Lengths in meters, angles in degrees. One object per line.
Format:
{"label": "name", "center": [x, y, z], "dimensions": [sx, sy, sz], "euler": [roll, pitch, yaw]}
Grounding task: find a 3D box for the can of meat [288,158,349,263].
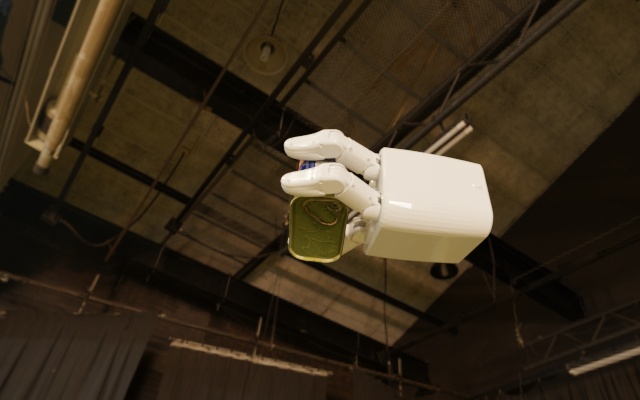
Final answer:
{"label": "can of meat", "center": [0.000, 0.001, 0.509], "dimensions": [0.057, 0.083, 0.102], "euler": [6, -44, 0]}
